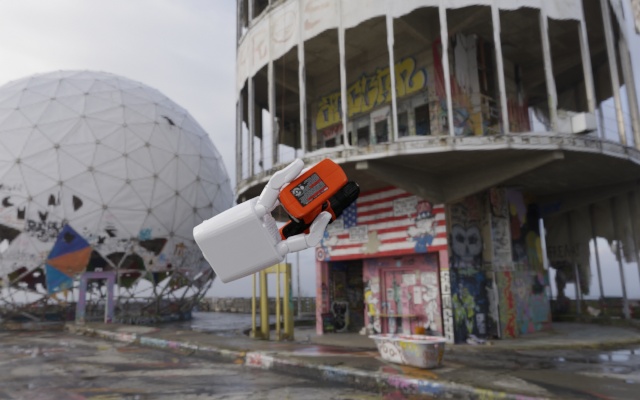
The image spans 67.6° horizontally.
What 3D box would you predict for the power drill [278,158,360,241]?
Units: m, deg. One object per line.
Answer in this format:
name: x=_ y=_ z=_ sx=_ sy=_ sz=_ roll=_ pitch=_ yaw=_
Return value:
power drill: x=0.000 y=0.003 z=0.805 sx=0.184 sy=0.057 sz=0.188 roll=-39 pitch=-16 yaw=-14
